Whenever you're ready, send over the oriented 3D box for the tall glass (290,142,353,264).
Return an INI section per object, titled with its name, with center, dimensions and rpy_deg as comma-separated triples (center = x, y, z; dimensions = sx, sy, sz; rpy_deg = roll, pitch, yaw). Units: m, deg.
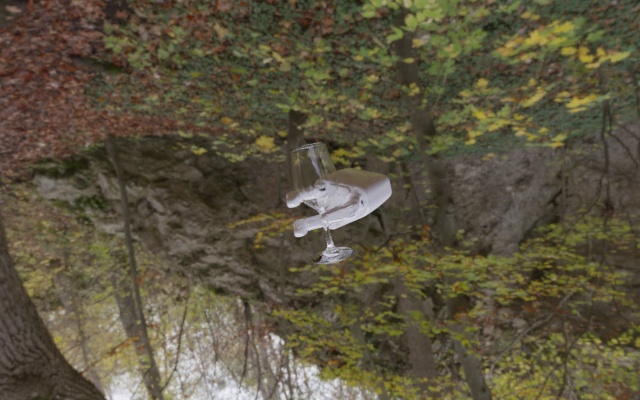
[tall glass]
center = 0.000, 0.003, 0.826
dimensions = 0.079, 0.201, 0.079
rpy_deg = -13, 12, 3
